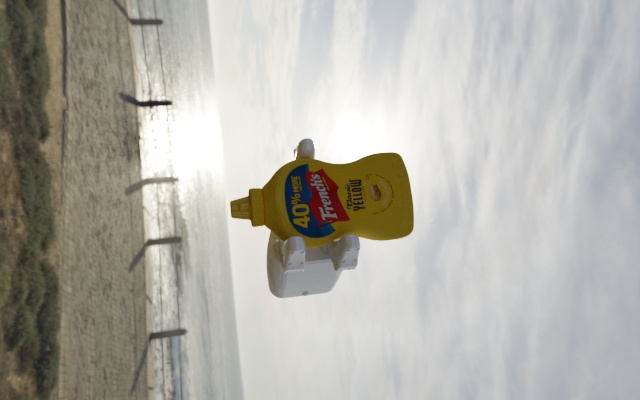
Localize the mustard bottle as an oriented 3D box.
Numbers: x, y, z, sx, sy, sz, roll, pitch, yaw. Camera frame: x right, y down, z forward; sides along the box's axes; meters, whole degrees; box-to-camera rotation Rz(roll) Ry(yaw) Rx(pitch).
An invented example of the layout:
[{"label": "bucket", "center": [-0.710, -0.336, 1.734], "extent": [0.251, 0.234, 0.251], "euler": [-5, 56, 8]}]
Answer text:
[{"label": "mustard bottle", "center": [0.000, 0.002, 0.514], "extent": [0.191, 0.096, 0.058], "euler": [-5, -10, -11]}]
